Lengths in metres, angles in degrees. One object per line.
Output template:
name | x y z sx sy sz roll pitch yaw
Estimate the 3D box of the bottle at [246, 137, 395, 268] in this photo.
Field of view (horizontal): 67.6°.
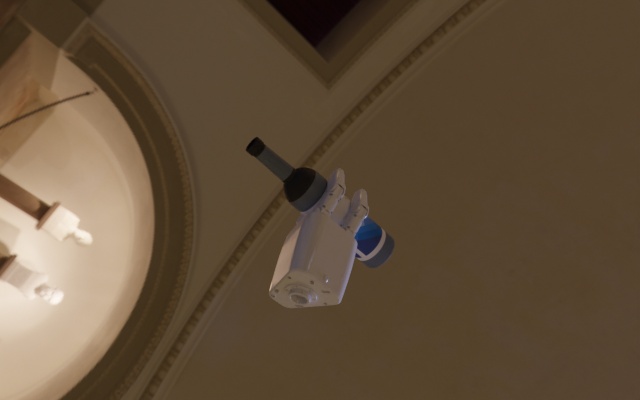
bottle | 0.000 0.003 0.770 0.296 0.069 0.069 40 -19 -23
